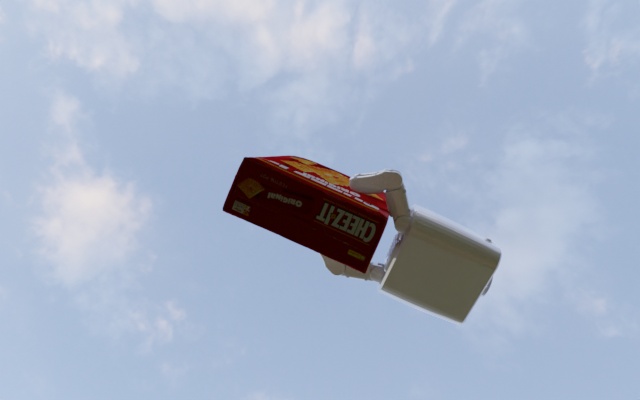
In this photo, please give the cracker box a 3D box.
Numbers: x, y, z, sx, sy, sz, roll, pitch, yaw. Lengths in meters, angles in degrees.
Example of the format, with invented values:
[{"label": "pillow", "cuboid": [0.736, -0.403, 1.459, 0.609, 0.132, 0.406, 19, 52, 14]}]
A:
[{"label": "cracker box", "cuboid": [0.000, 0.002, 0.584, 0.164, 0.072, 0.213, 23, 9, 6]}]
